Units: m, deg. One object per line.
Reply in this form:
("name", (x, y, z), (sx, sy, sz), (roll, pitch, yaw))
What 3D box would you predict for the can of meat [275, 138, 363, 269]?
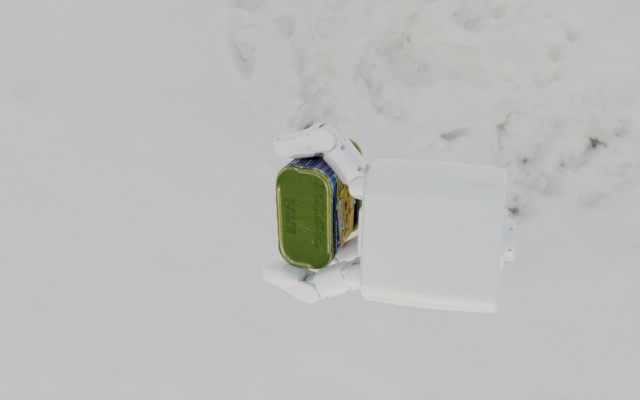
("can of meat", (0.000, 0.001, 0.440), (0.057, 0.102, 0.084), (8, 26, 19))
